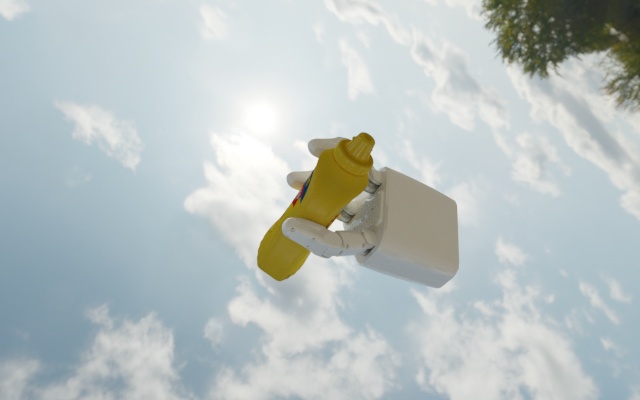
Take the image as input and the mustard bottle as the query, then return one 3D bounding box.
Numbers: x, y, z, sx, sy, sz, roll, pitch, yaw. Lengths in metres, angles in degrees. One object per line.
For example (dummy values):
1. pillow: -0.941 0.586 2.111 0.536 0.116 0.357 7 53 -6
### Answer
1. mustard bottle: 0.000 0.002 0.515 0.058 0.192 0.096 36 37 -1
